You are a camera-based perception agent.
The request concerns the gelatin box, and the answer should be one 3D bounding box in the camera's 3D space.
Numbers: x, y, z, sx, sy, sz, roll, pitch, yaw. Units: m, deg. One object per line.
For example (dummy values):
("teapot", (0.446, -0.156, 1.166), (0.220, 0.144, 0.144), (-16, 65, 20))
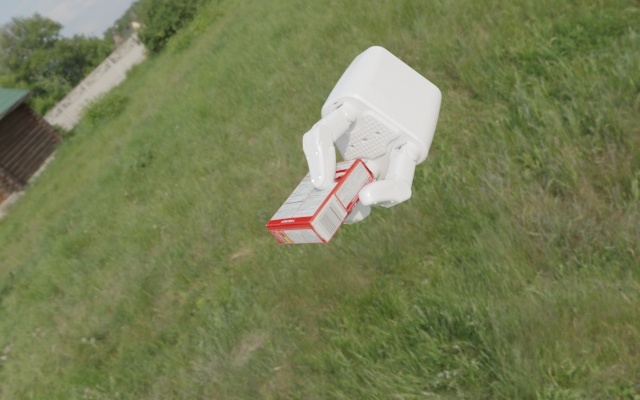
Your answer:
("gelatin box", (0.000, 0.001, 0.455), (0.073, 0.030, 0.089), (-7, 38, 51))
